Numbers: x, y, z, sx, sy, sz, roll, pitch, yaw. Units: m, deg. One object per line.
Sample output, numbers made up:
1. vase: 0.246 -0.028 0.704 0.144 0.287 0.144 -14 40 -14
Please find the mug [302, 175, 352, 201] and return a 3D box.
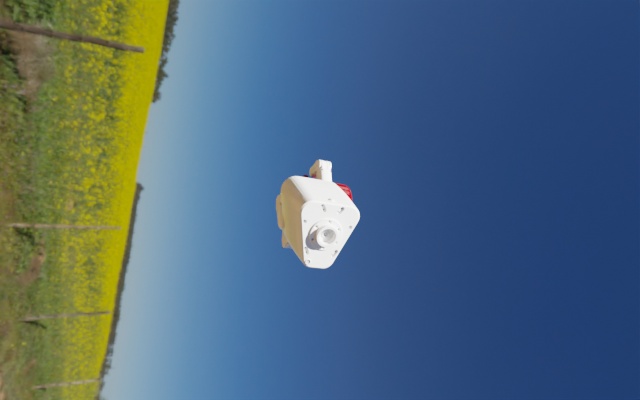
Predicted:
1. mug: 0.000 0.002 0.846 0.081 0.093 0.117 9 19 -20
